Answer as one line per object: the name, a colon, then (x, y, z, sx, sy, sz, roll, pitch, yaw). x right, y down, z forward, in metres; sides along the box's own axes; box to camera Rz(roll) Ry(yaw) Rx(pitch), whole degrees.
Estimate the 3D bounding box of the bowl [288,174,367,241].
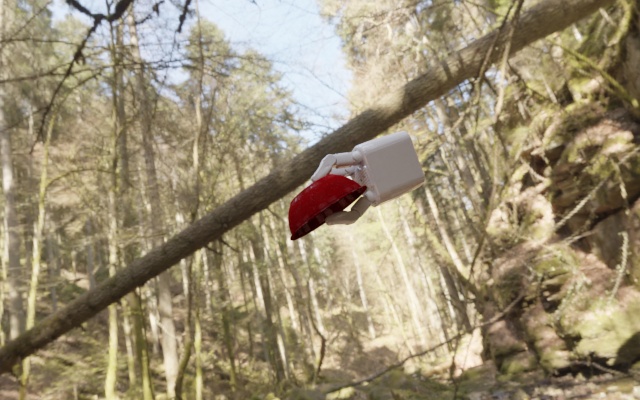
bowl: (-0.001, 0.003, 0.827, 0.162, 0.055, 0.162, -34, -9, -6)
